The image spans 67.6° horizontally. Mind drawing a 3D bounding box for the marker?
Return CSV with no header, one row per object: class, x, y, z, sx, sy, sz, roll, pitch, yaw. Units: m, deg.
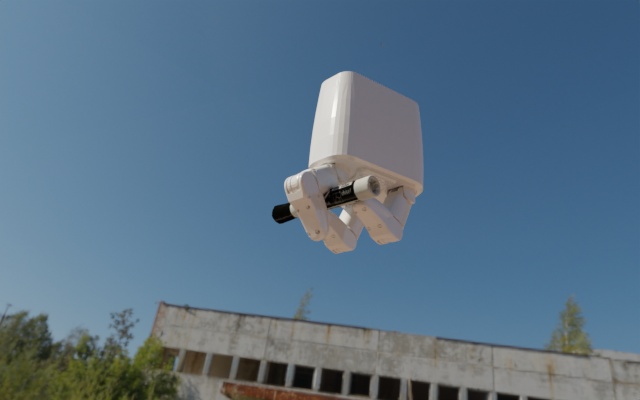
marker,0.000,0.001,0.436,0.121,0.020,0.020,-17,-11,39
